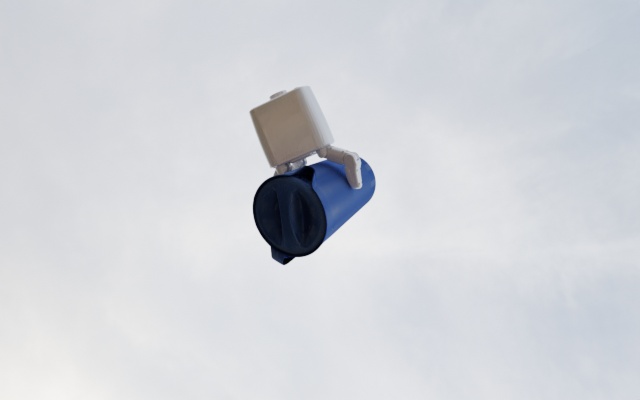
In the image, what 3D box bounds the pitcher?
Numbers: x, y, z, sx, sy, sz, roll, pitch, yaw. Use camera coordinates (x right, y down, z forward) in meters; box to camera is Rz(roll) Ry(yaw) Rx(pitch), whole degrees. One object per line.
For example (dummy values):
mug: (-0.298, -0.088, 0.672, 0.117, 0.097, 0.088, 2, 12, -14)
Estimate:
pitcher: (0.000, 0.003, 0.826, 0.149, 0.145, 0.242, -20, 6, 32)
